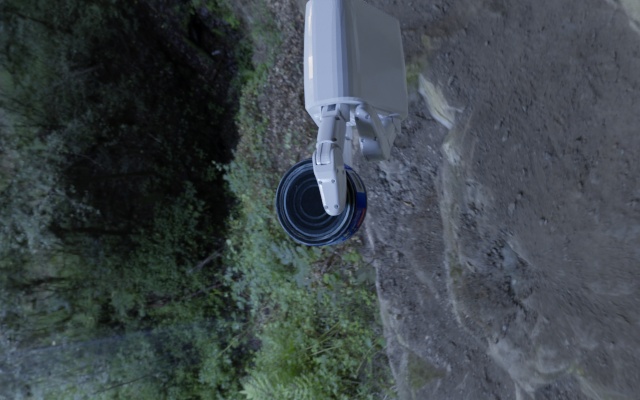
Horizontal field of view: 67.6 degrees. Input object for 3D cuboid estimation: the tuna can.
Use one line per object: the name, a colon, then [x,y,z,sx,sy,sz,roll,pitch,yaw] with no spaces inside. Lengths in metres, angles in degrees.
tuna can: [0.000,0.002,0.463,0.086,0.086,0.034,0,-1,24]
